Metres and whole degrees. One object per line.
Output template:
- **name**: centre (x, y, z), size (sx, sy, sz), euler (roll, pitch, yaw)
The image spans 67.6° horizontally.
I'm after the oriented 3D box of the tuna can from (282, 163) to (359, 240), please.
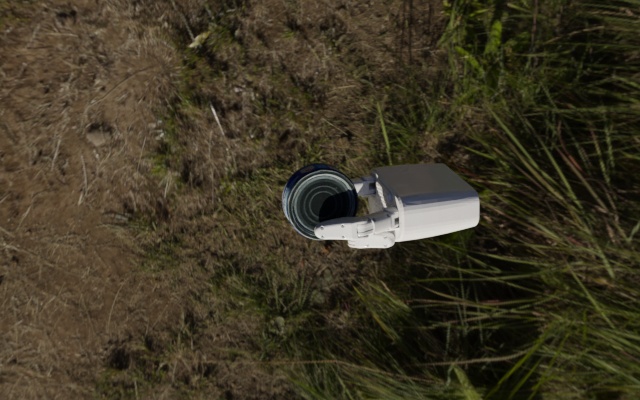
- **tuna can**: centre (0.000, 0.002, 0.551), size (0.086, 0.086, 0.033), euler (0, 15, -13)
